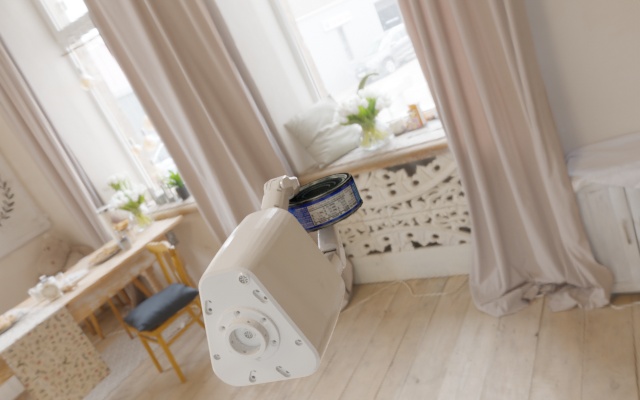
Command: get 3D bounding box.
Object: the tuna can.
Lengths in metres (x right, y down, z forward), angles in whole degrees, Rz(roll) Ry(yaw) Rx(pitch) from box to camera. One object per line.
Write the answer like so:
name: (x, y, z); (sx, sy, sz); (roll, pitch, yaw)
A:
tuna can: (0.000, 0.001, 0.513); (0.086, 0.034, 0.086); (-21, 14, 5)
